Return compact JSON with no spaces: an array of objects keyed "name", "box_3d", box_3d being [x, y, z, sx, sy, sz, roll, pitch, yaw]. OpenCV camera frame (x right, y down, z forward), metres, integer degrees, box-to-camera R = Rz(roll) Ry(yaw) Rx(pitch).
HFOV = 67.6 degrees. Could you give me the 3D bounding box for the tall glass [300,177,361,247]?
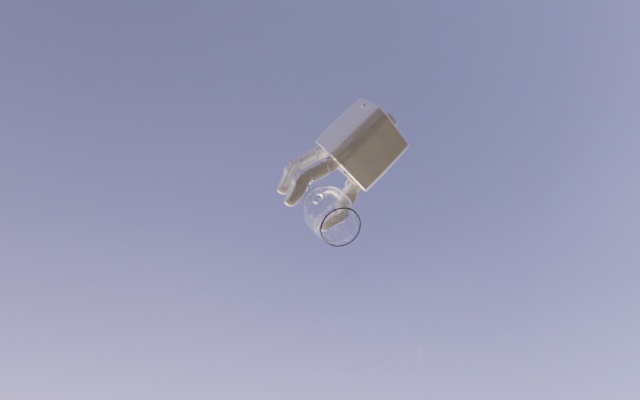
[{"name":"tall glass","box_3d":[0.000,0.002,0.768,0.079,0.079,0.201,0,22,-18]}]
